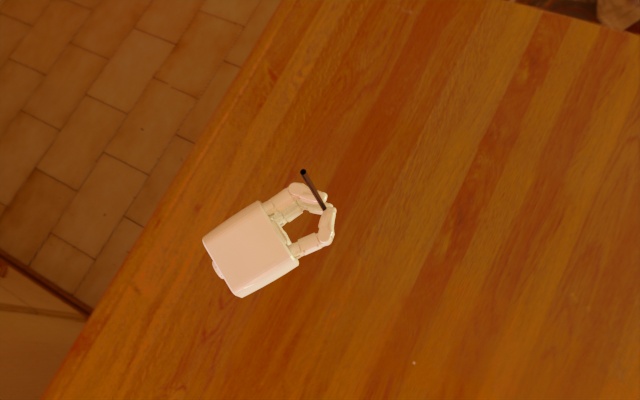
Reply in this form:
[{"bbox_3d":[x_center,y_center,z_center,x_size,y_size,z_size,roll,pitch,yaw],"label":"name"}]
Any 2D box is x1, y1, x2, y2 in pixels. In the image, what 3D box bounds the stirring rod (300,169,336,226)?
[{"bbox_3d":[0.000,0.002,0.710,0.011,0.011,0.240,0,-18,11],"label":"stirring rod"}]
